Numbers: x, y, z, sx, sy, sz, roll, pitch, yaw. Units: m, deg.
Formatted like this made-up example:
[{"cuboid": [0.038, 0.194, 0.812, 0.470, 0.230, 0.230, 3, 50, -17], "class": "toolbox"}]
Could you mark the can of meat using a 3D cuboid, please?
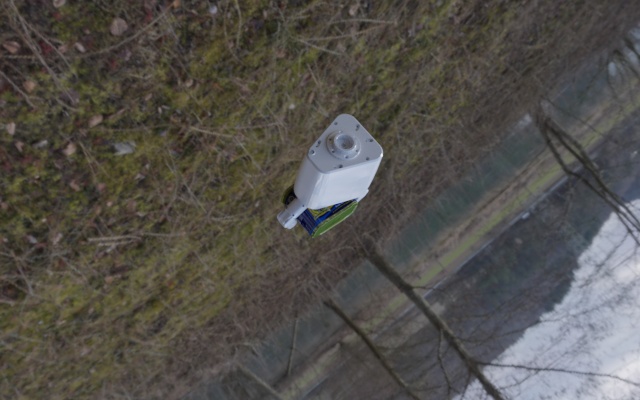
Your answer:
[{"cuboid": [0.000, 0.003, 0.795, 0.102, 0.084, 0.057, -32, -17, -27], "class": "can of meat"}]
